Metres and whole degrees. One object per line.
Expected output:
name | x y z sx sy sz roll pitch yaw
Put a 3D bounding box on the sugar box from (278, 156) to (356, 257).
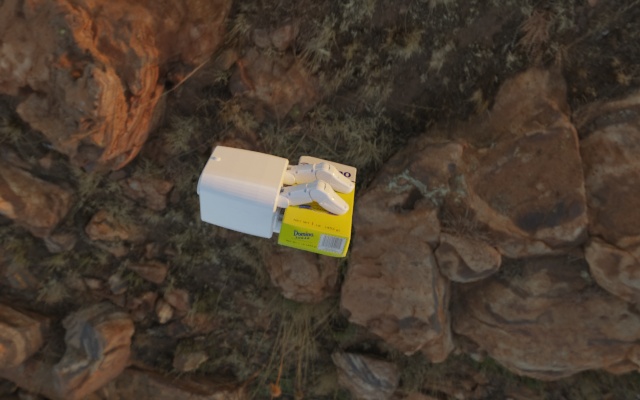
sugar box | 0.000 0.002 0.692 0.093 0.048 0.176 13 38 -3
